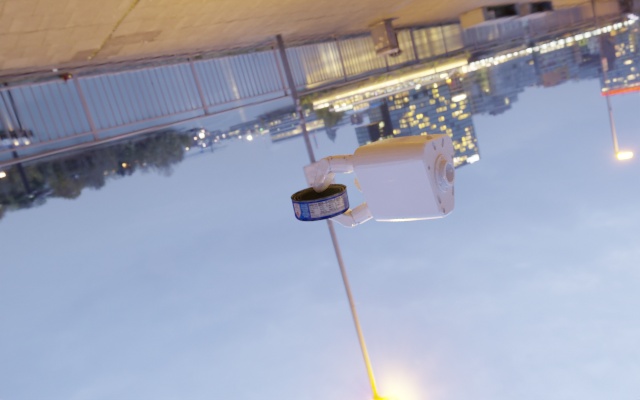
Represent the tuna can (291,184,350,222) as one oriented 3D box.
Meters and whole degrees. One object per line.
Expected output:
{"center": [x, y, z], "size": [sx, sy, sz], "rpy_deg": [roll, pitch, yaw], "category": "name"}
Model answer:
{"center": [0.000, 0.003, 0.718], "size": [0.086, 0.034, 0.086], "rpy_deg": [-11, 14, 3], "category": "tuna can"}
